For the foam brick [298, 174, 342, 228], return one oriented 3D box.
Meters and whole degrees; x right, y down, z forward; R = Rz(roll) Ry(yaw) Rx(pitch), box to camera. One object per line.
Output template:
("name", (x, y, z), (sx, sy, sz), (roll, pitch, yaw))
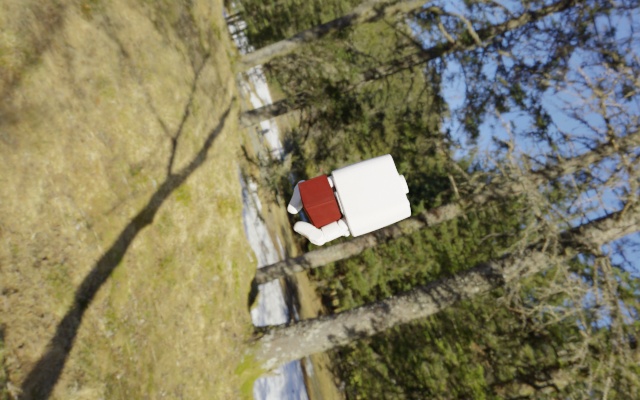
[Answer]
("foam brick", (0.000, 0.003, 0.796), (0.051, 0.053, 0.078), (-18, -31, 5))
